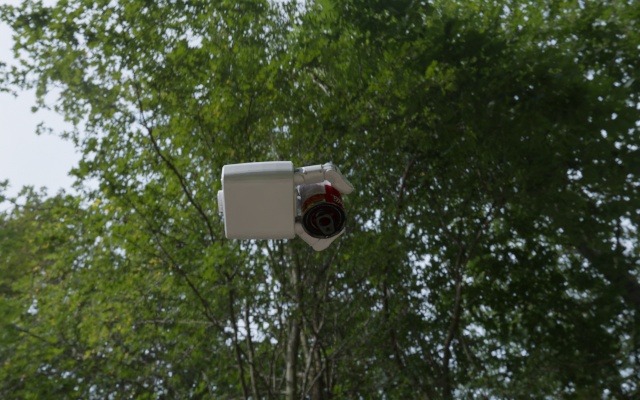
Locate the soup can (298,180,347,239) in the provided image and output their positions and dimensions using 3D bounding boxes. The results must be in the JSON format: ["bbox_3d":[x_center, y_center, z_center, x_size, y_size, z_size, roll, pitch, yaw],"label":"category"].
[{"bbox_3d":[0.001,0.002,0.748,0.068,0.068,0.102,0,35,-7],"label":"soup can"}]
